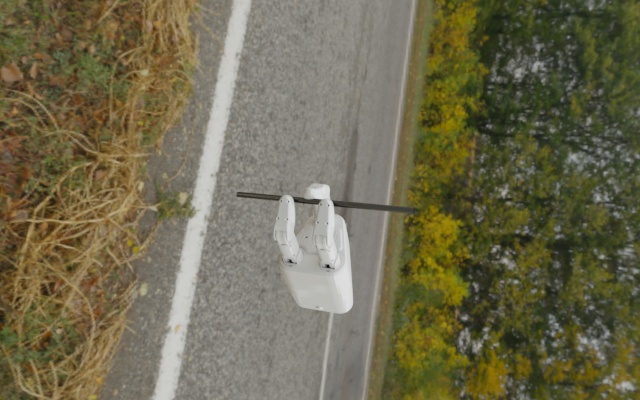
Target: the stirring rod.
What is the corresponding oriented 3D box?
[{"bbox_3d":[0.000,0.002,0.618,0.239,0.011,0.011,5,2,18],"label":"stirring rod"}]
